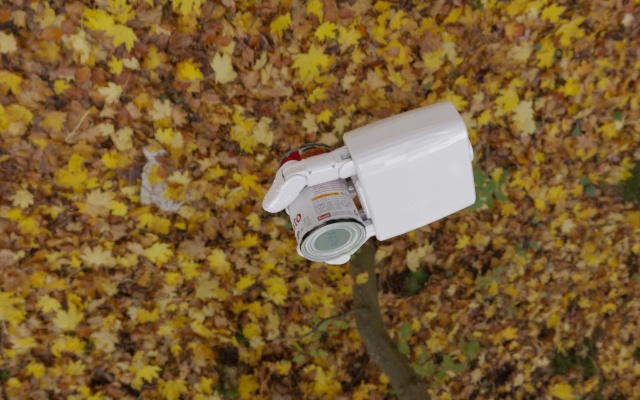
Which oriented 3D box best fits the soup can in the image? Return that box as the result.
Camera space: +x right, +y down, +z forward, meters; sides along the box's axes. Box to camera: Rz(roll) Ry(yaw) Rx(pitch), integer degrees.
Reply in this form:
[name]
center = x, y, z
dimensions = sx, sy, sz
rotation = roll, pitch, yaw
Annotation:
[soup can]
center = 0.000, 0.002, 0.480
dimensions = 0.068, 0.102, 0.069
rotation = -12, -37, -9
